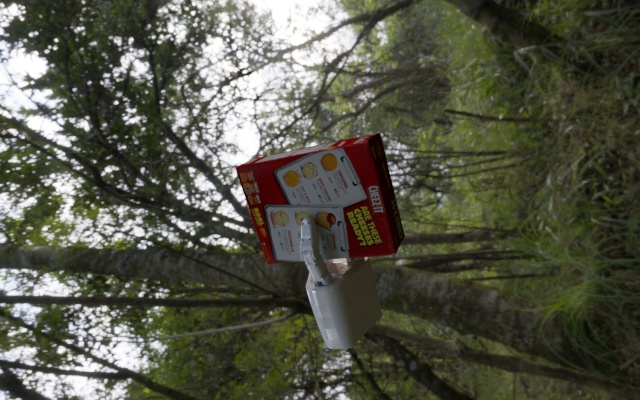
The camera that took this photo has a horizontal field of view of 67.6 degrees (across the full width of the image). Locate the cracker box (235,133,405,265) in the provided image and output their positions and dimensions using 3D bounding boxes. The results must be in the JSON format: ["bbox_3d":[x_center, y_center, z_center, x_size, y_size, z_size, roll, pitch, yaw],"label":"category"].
[{"bbox_3d":[0.000,0.002,0.705,0.214,0.164,0.072,-8,17,26],"label":"cracker box"}]
